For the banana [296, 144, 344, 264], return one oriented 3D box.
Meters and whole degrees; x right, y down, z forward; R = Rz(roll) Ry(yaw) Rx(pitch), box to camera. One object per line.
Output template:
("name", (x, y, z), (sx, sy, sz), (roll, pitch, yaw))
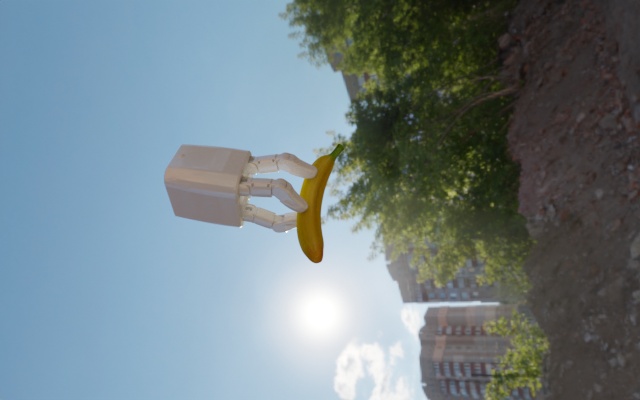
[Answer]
("banana", (-0.008, 0.006, 0.703), (0.037, 0.197, 0.070), (22, -31, -22))
